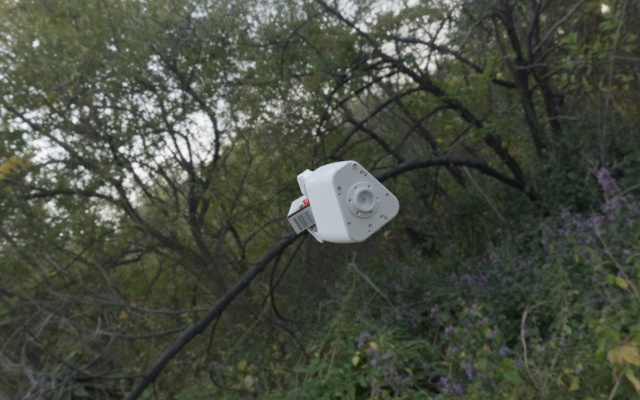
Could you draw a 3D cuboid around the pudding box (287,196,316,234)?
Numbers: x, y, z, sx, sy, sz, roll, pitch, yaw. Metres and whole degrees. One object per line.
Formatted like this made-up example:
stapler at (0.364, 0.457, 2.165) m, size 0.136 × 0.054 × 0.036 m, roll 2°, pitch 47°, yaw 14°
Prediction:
pudding box at (0.000, 0.003, 0.820) m, size 0.113 × 0.039 × 0.090 m, roll -30°, pitch 12°, yaw 10°
